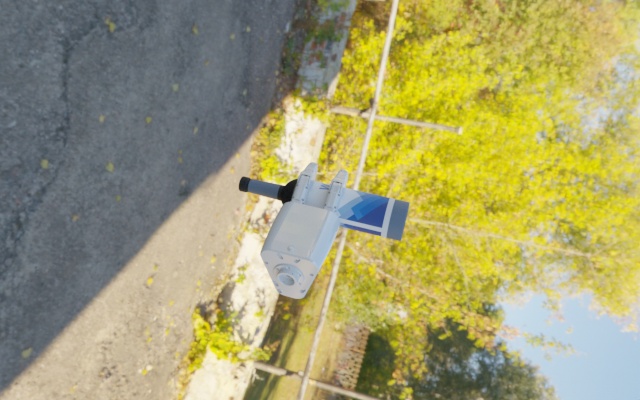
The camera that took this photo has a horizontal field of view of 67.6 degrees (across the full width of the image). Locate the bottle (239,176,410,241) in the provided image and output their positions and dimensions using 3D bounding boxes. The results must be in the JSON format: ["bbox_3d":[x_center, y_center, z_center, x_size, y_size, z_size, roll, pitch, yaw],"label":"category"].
[{"bbox_3d":[0.000,0.003,0.820,0.295,0.069,0.069,13,3,11],"label":"bottle"}]
